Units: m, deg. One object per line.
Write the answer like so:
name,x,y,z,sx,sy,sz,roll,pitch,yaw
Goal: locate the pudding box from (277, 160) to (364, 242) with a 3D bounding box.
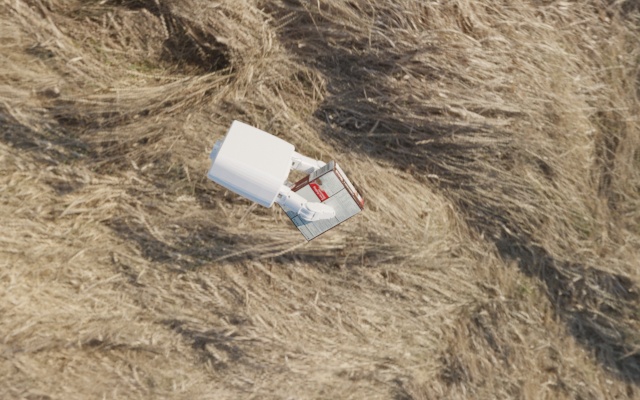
pudding box,0.000,0.003,0.769,0.113,0.090,0.039,-30,22,19
